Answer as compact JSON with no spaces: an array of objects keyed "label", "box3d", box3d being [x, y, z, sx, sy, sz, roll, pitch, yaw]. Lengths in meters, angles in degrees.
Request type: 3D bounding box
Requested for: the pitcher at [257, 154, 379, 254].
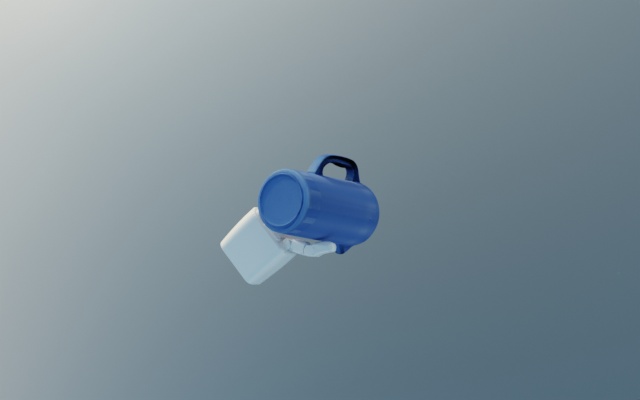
[{"label":"pitcher","box3d":[0.000,0.003,0.879,0.145,0.149,0.243,-40,-26,21]}]
